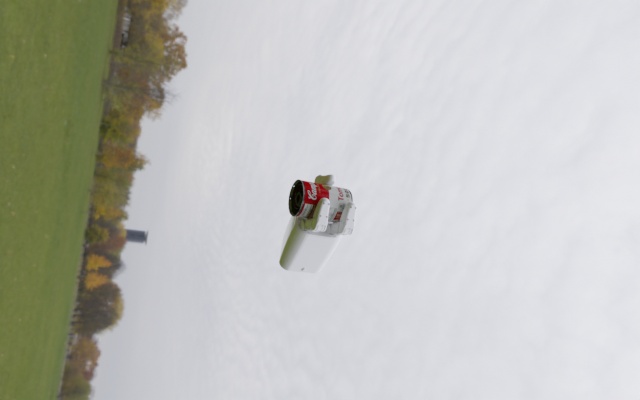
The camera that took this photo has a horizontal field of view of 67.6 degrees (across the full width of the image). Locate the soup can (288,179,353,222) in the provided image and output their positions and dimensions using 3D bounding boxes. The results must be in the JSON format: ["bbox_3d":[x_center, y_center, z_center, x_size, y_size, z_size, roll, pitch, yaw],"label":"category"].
[{"bbox_3d":[0.001,0.002,0.884,0.102,0.068,0.068,10,-4,-25],"label":"soup can"}]
